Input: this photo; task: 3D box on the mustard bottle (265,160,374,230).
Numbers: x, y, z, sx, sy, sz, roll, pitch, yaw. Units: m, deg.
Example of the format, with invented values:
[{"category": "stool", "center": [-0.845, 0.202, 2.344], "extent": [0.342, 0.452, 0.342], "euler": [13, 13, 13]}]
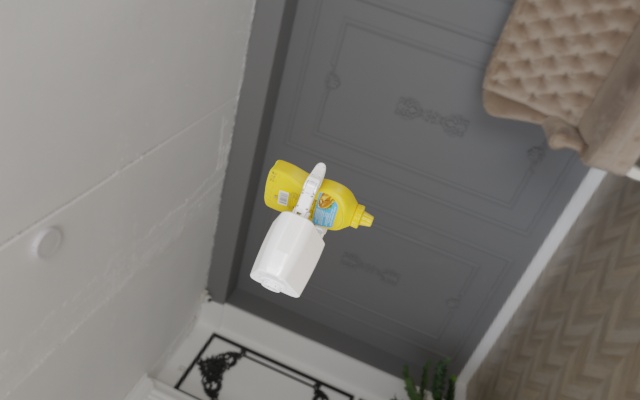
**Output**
[{"category": "mustard bottle", "center": [0.000, 0.002, 0.831], "extent": [0.191, 0.096, 0.058], "euler": [22, 44, 7]}]
